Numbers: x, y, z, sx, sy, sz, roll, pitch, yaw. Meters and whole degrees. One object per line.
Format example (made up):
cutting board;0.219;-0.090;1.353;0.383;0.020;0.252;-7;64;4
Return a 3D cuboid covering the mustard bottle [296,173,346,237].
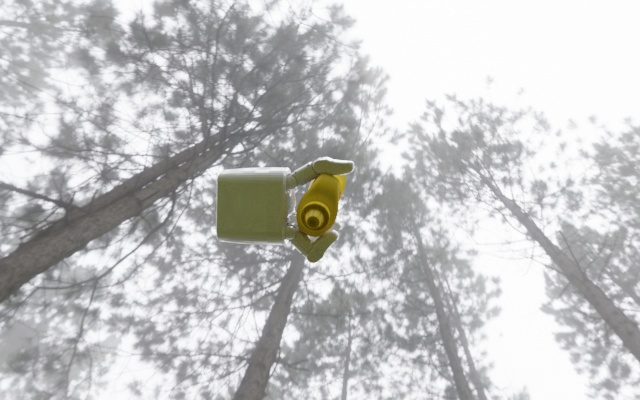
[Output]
mustard bottle;0.000;0.002;0.725;0.058;0.096;0.191;24;18;0
